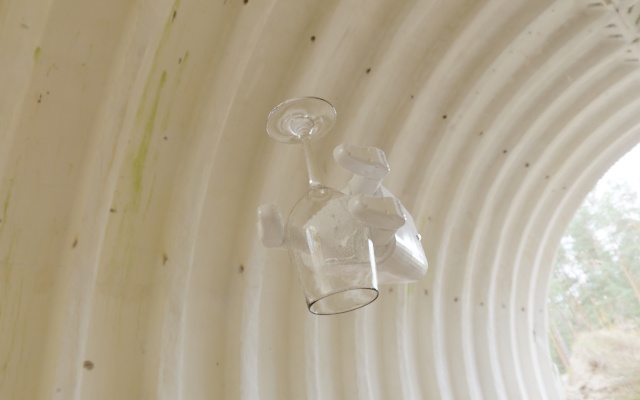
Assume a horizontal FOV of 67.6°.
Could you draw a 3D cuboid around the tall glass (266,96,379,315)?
[{"bbox_3d":[0.000,0.001,0.450,0.079,0.201,0.079,-10,-30,-6],"label":"tall glass"}]
